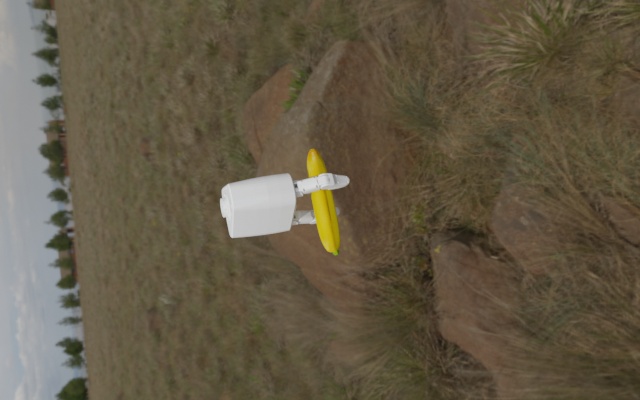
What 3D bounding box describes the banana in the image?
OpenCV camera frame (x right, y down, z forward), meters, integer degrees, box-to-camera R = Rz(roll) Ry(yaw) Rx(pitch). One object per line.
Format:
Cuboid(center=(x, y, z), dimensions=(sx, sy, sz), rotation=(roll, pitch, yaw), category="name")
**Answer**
Cuboid(center=(0.004, 0.007, 0.832), dimensions=(0.037, 0.198, 0.069), rotation=(-12, 6, -8), category="banana")
